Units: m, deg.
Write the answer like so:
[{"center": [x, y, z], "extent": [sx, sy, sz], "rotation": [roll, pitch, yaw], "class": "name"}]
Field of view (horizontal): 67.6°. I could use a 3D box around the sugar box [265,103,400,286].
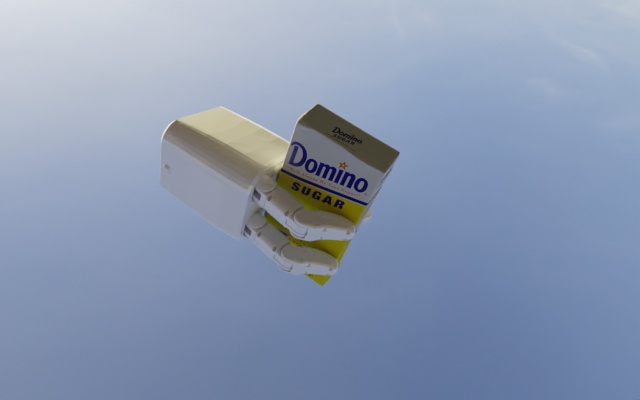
[{"center": [0.000, 0.002, 0.479], "extent": [0.093, 0.176, 0.048], "rotation": [32, 46, 10], "class": "sugar box"}]
